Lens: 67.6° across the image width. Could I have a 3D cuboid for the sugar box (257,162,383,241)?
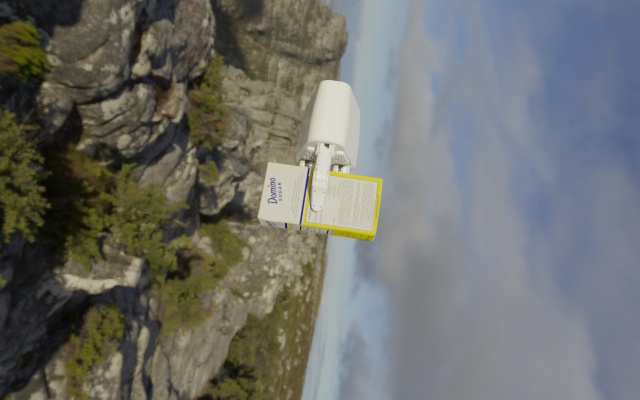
[{"bbox_3d":[0.000,0.002,0.723,0.176,0.093,0.048,8,-18,2],"label":"sugar box"}]
